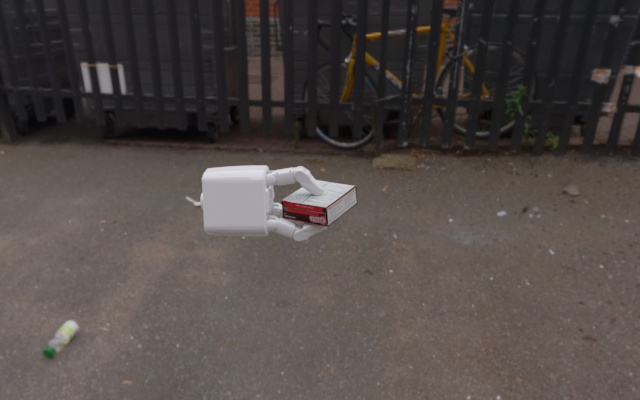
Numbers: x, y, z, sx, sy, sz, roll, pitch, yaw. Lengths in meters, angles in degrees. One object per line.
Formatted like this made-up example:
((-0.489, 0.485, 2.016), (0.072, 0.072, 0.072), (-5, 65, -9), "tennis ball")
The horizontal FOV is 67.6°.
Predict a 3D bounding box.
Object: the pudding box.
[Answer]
((0.000, 0.003, 0.821), (0.090, 0.039, 0.113), (10, 27, 29), "pudding box")
